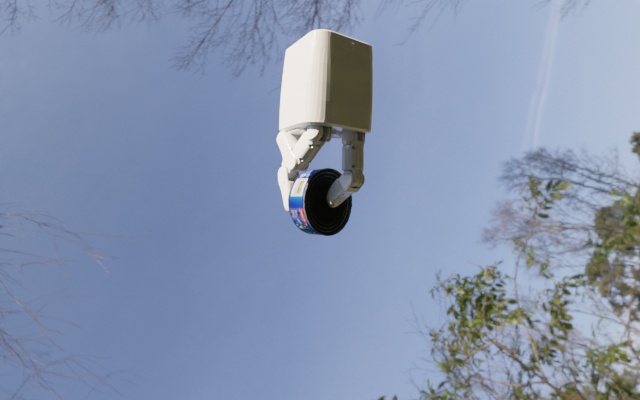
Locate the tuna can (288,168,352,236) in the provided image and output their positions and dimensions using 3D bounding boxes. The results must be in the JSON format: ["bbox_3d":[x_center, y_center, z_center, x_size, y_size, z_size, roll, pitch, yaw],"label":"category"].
[{"bbox_3d":[0.000,0.002,0.614,0.086,0.086,0.034,0,0,-44],"label":"tuna can"}]
